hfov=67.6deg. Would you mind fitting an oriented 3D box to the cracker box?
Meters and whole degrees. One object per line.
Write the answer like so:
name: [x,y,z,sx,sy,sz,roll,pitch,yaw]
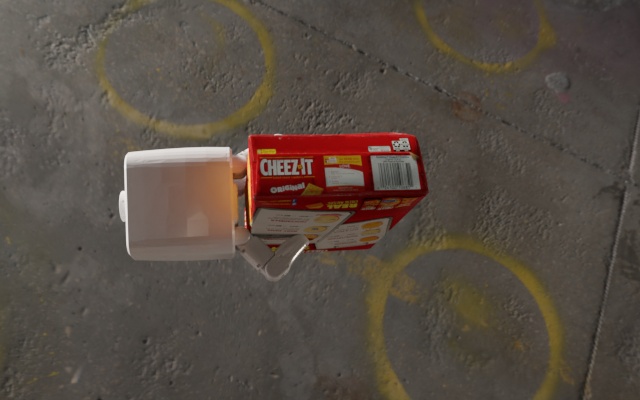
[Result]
cracker box: [0.000,0.002,0.529,0.164,0.072,0.214,-2,-19,-11]
